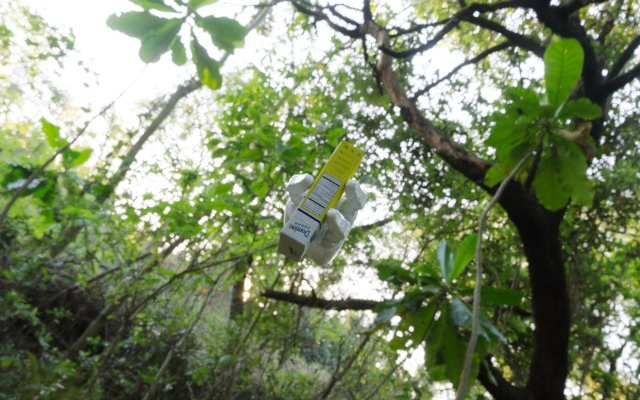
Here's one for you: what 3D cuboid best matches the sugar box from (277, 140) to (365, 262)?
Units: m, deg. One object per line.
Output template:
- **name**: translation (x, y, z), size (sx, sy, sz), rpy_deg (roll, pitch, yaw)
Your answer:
- **sugar box**: translation (0.001, 0.003, 0.713), size (0.048, 0.176, 0.093), rpy_deg (29, -23, 4)
